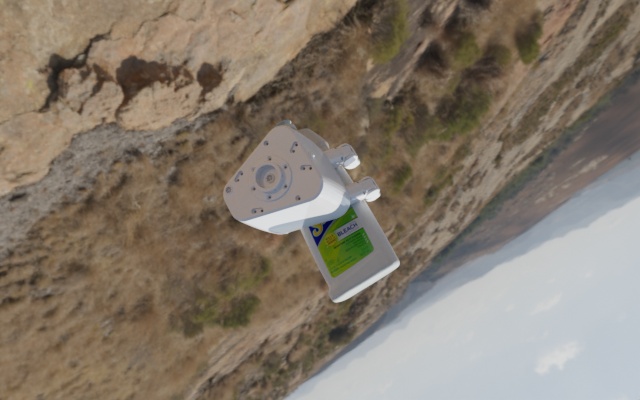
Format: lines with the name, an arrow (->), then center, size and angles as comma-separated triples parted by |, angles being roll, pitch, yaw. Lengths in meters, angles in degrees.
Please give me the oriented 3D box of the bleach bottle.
bleach bottle -> 0.000, 0.002, 0.641 | 0.102, 0.250, 0.068 | -34, -17, 9
